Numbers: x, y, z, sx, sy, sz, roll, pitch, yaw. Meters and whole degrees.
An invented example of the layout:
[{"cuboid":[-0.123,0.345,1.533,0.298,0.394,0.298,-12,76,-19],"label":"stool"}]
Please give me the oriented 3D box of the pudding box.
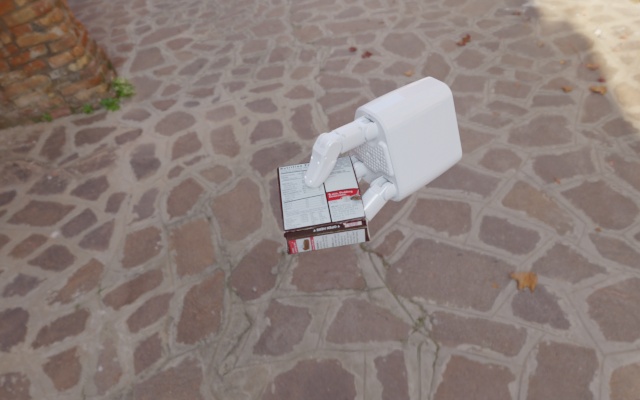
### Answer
[{"cuboid":[0.000,0.002,0.529,0.090,0.039,0.113,-10,41,0],"label":"pudding box"}]
